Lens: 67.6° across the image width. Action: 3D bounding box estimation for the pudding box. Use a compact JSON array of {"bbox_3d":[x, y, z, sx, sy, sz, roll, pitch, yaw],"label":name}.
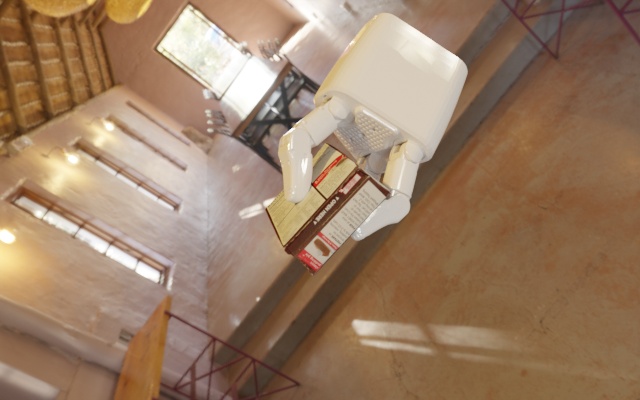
[{"bbox_3d":[0.000,0.001,0.412,0.039,0.090,0.113,41,3,-19],"label":"pudding box"}]
